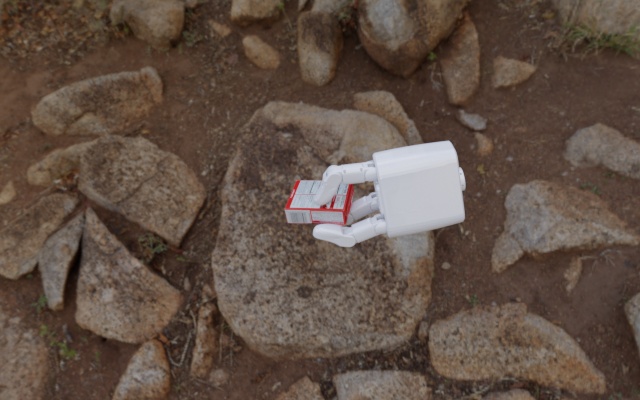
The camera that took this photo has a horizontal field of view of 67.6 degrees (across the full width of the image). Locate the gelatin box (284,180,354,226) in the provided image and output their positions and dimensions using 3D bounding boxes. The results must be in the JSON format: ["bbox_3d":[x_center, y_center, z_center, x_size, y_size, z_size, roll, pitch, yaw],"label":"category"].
[{"bbox_3d":[0.000,0.002,0.692,0.089,0.030,0.073,1,37,13],"label":"gelatin box"}]
